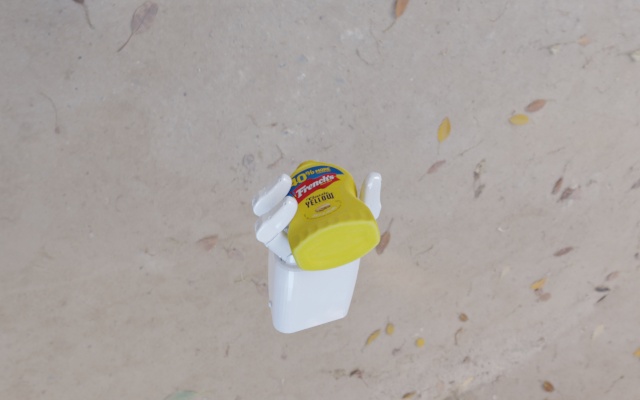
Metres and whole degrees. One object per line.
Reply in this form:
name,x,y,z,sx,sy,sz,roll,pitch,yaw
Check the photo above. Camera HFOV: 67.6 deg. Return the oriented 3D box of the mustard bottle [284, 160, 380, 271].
mustard bottle,0.000,0.002,0.578,0.096,0.058,0.191,-22,32,1
